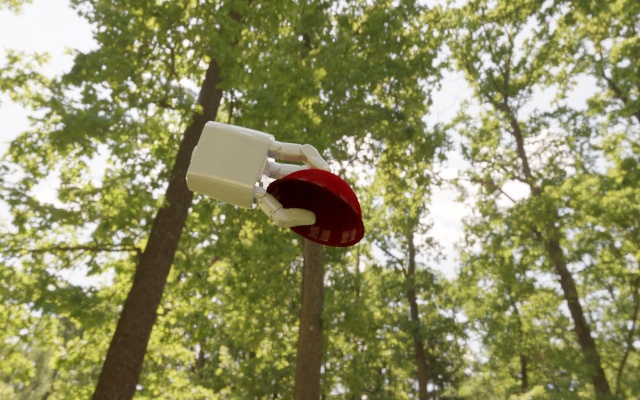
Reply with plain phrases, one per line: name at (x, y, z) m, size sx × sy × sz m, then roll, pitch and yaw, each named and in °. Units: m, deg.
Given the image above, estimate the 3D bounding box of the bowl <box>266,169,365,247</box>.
bowl at (0.001, 0.003, 0.725) m, size 0.162 × 0.055 × 0.162 m, roll 20°, pitch -32°, yaw 13°
